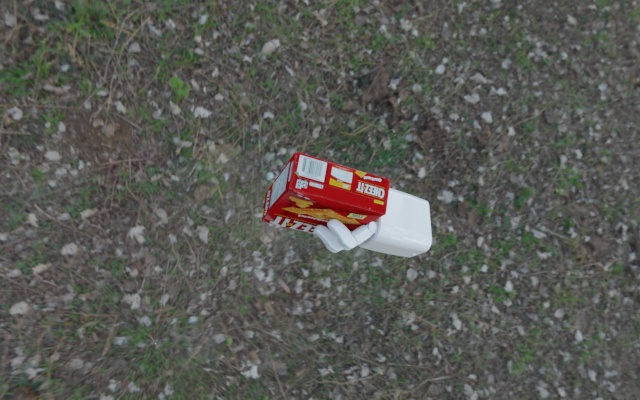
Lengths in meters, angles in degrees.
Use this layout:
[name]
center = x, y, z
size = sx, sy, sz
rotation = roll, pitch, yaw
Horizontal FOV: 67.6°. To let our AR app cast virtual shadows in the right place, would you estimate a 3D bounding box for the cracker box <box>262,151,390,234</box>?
[cracker box]
center = 0.000, 0.003, 0.834
size = 0.164, 0.072, 0.214
rotation = 15, -20, -14
